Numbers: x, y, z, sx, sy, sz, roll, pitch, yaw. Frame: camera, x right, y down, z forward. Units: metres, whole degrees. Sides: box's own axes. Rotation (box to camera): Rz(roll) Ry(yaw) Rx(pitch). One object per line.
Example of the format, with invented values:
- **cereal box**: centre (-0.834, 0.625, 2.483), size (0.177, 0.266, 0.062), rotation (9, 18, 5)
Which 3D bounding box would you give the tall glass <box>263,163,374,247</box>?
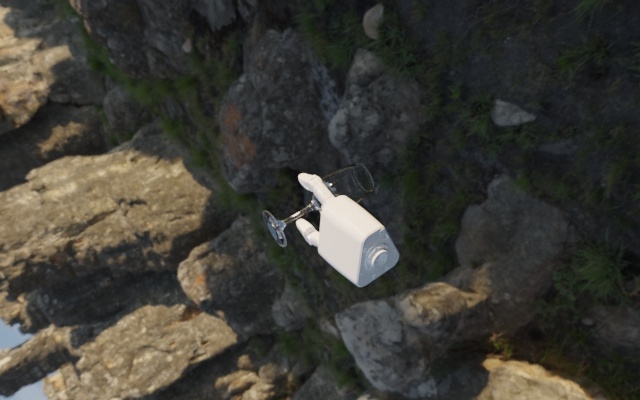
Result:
- **tall glass**: centre (-0.001, 0.003, 0.863), size (0.201, 0.079, 0.079), rotation (-30, 12, -21)
